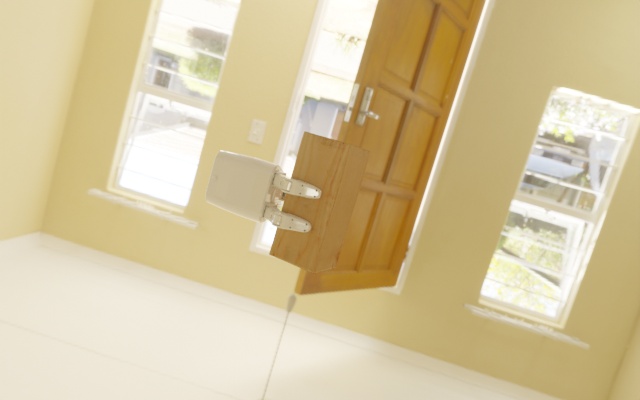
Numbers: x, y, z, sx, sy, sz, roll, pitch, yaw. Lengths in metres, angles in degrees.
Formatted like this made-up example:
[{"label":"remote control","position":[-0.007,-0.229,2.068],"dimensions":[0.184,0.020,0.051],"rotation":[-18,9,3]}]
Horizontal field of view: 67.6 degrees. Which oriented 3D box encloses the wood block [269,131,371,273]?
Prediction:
[{"label":"wood block","position":[0.000,0.003,0.782],"dimensions":[0.090,0.206,0.091],"rotation":[19,7,24]}]
